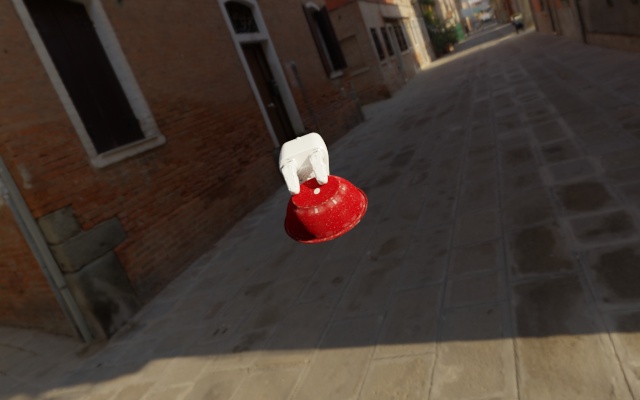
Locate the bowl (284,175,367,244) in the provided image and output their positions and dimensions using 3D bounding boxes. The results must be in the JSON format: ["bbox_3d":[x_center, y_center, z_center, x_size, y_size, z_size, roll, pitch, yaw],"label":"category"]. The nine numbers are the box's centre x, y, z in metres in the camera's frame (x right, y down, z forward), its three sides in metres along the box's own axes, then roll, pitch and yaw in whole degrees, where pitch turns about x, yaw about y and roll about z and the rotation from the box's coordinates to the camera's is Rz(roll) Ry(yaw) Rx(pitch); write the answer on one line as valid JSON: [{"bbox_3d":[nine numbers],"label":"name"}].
[{"bbox_3d":[0.000,0.003,0.864,0.162,0.055,0.162,-15,36,11],"label":"bowl"}]
